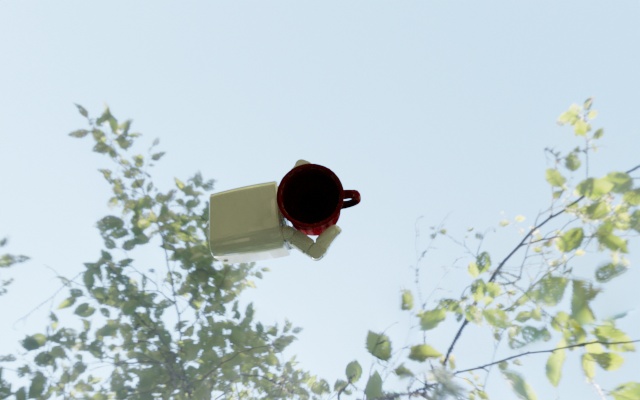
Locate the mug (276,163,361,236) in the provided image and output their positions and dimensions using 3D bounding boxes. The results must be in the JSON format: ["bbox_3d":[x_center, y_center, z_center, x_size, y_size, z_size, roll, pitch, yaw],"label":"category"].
[{"bbox_3d":[0.002,0.002,0.689,0.117,0.093,0.081,-9,-17,1],"label":"mug"}]
